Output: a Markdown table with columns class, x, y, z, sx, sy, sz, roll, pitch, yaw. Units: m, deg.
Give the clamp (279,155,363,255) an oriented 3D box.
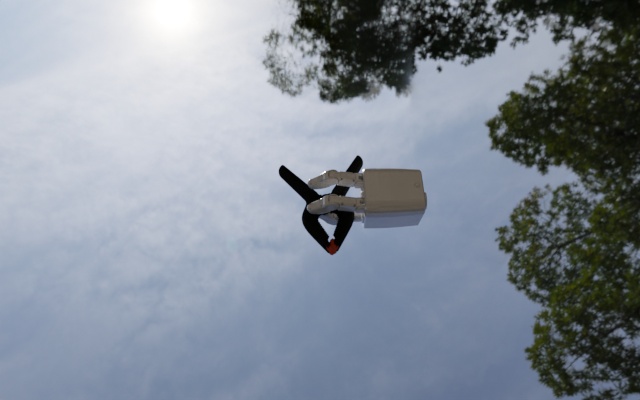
| class | x | y | z | sx | sy | sz | roll | pitch | yaw |
| --- | --- | --- | --- | --- | --- | --- | --- | --- | --- |
| clamp | 0.000 | 0.004 | 0.881 | 0.164 | 0.209 | 0.036 | -2 | -35 | 4 |
